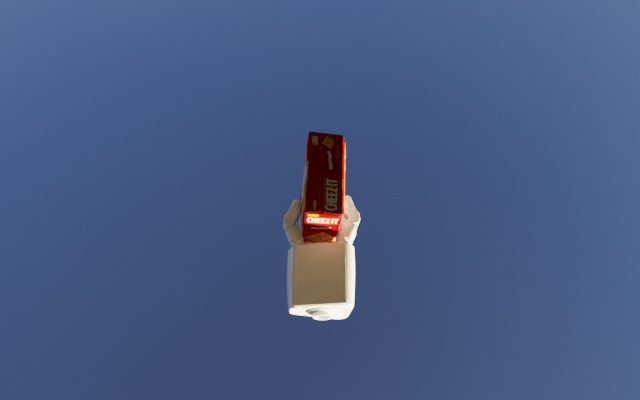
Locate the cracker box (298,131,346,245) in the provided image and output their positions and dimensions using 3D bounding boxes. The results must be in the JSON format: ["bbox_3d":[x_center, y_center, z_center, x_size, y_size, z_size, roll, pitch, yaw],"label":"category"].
[{"bbox_3d":[0.000,0.003,0.886,0.072,0.164,0.214,4,-29,-5],"label":"cracker box"}]
